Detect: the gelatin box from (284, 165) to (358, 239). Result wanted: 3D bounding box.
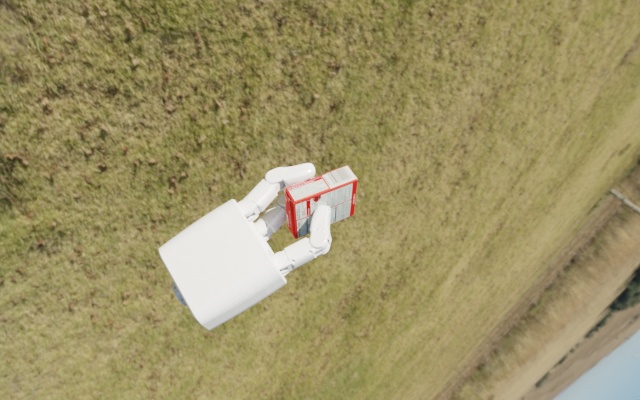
[{"bbox_3d":[0.001,0.002,0.596,0.089,0.030,0.073,-21,-36,-16],"label":"gelatin box"}]
